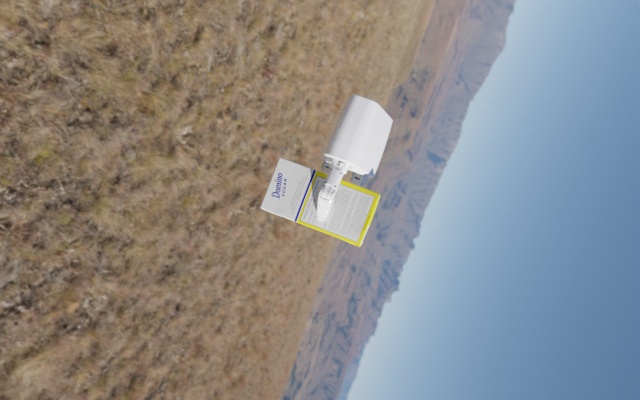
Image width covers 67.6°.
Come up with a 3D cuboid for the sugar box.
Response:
[{"bbox_3d":[0.000,0.003,0.787,0.176,0.093,0.048,21,-1,10],"label":"sugar box"}]
